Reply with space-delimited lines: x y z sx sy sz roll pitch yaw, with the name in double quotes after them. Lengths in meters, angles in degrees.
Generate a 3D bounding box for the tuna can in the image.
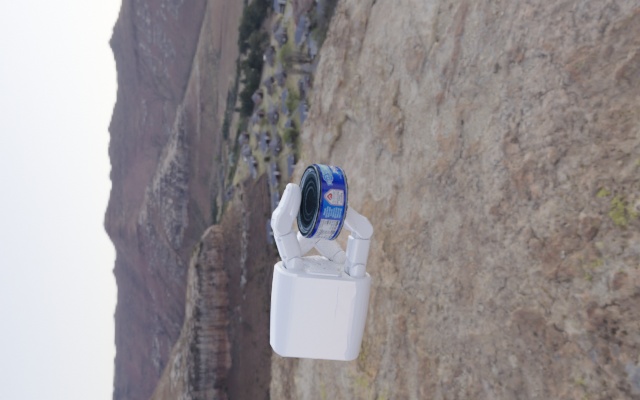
0.000 0.002 0.543 0.034 0.086 0.086 6 -2 -19 "tuna can"
